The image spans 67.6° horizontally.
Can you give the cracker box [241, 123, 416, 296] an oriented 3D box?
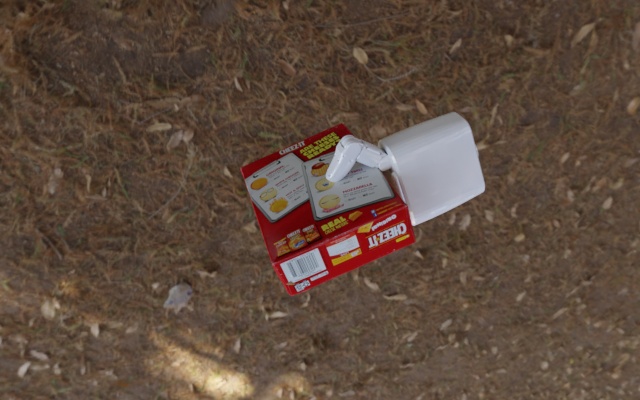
[{"bbox_3d":[0.000,0.002,0.618,0.164,0.072,0.213,-24,38,-3],"label":"cracker box"}]
